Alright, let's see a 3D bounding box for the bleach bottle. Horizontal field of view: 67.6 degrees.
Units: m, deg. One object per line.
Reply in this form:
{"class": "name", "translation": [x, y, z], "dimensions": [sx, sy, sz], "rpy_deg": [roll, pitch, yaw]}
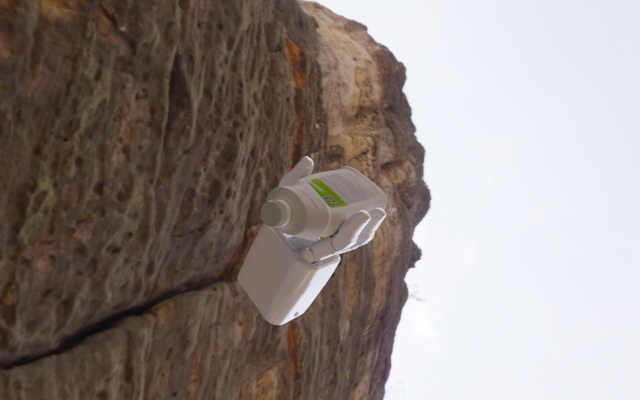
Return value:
{"class": "bleach bottle", "translation": [0.000, 0.002, 0.632], "dimensions": [0.102, 0.068, 0.251], "rpy_deg": [38, 20, 21]}
